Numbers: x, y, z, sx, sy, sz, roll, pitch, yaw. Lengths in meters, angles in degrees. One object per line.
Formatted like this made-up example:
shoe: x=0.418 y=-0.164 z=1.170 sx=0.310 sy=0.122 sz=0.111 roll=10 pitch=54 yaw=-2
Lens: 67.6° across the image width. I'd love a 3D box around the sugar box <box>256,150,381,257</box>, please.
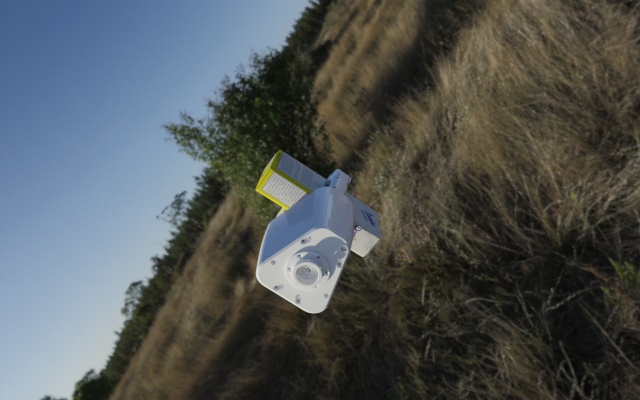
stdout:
sugar box: x=0.000 y=0.003 z=0.667 sx=0.176 sy=0.048 sz=0.093 roll=35 pitch=20 yaw=-11
